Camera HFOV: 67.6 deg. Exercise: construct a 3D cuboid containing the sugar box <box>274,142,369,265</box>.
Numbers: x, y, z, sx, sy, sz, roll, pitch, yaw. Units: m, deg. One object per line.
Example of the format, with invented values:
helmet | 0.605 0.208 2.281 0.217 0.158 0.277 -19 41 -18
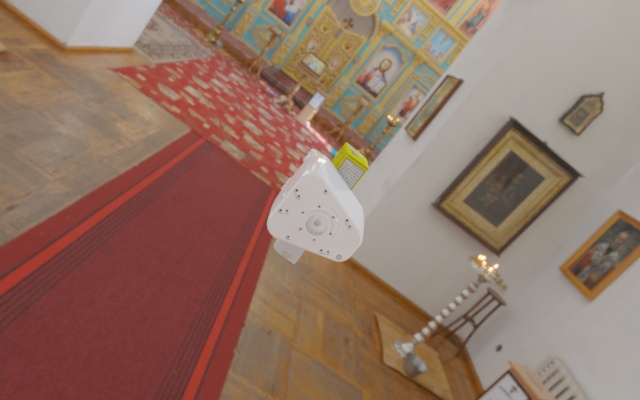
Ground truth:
sugar box | 0.000 0.002 0.696 0.048 0.176 0.093 38 14 -7
